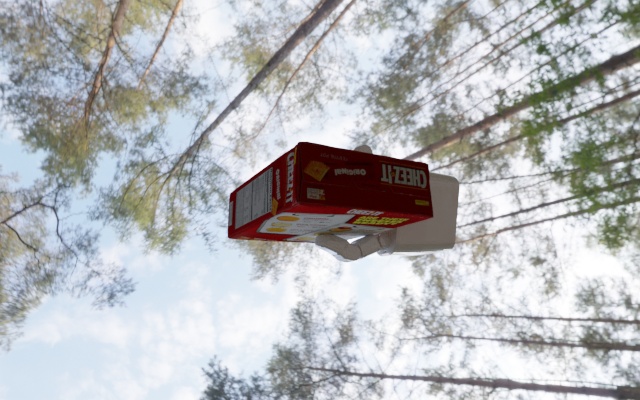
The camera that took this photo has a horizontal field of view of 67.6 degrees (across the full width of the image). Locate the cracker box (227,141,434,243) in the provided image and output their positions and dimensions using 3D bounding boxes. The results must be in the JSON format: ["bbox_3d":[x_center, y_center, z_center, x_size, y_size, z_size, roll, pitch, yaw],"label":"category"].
[{"bbox_3d":[0.000,0.002,0.570,0.164,0.072,0.214,6,-16,-28],"label":"cracker box"}]
